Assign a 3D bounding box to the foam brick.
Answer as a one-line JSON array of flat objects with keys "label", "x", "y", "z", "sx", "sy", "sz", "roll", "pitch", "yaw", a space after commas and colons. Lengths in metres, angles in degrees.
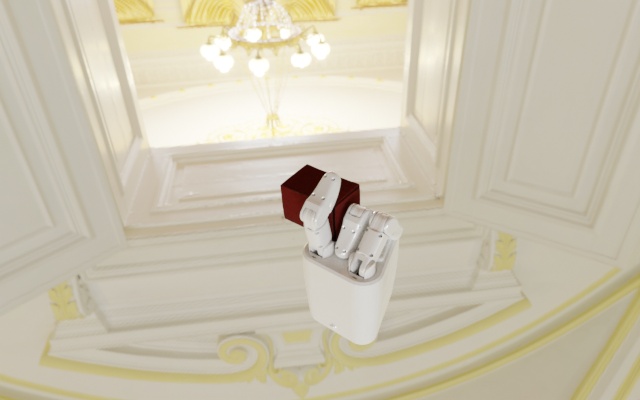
[{"label": "foam brick", "x": 0.000, "y": 0.002, "z": 0.552, "sx": 0.078, "sy": 0.051, "sz": 0.053, "roll": 24, "pitch": 46, "yaw": 31}]
